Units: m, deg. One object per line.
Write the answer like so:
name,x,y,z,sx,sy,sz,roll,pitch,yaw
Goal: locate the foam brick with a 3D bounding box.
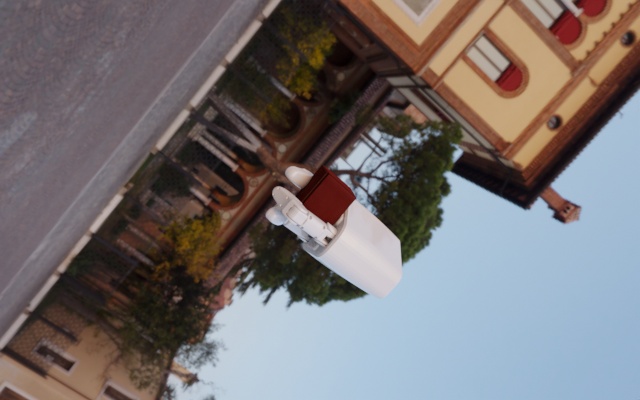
foam brick,0.000,0.002,0.619,0.051,0.078,0.053,38,10,-15
